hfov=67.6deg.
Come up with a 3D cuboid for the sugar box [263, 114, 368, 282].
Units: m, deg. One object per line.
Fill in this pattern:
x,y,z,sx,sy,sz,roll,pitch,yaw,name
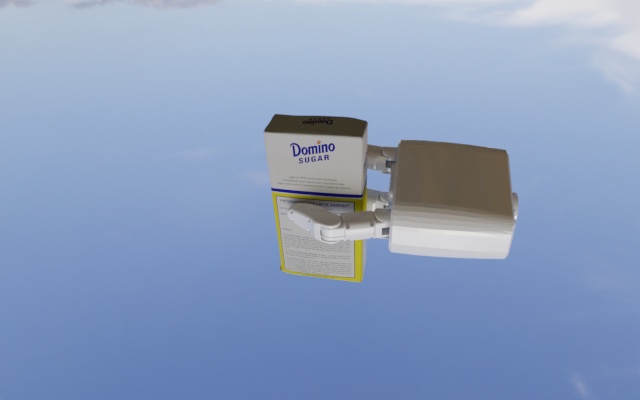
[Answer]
0.000,0.001,0.484,0.093,0.176,0.048,5,34,10,sugar box
